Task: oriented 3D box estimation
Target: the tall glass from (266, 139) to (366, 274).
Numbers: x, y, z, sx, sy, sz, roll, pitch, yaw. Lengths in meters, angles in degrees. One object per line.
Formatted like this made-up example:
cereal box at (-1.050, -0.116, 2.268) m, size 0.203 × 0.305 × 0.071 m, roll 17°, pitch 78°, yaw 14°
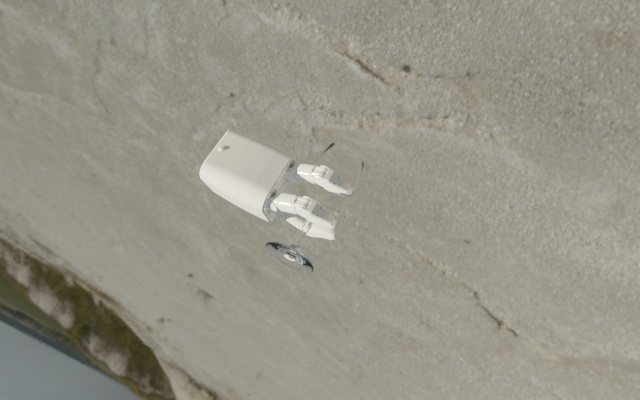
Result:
tall glass at (0.000, 0.003, 0.697) m, size 0.079 × 0.201 × 0.079 m, roll 22°, pitch -29°, yaw 13°
